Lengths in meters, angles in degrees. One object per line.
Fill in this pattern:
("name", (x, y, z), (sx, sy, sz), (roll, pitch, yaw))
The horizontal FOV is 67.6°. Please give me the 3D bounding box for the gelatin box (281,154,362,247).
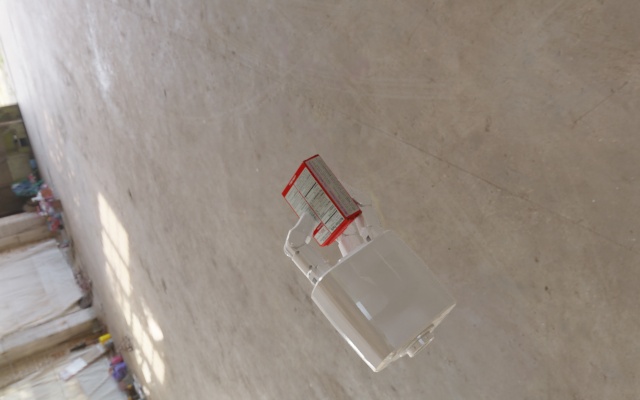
("gelatin box", (0.000, 0.002, 0.570), (0.030, 0.089, 0.073), (-29, -15, -38))
